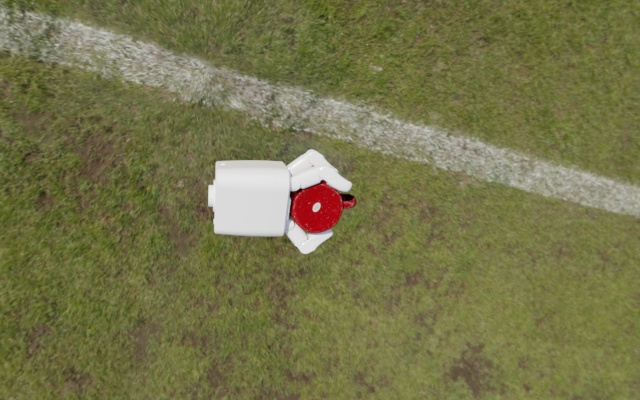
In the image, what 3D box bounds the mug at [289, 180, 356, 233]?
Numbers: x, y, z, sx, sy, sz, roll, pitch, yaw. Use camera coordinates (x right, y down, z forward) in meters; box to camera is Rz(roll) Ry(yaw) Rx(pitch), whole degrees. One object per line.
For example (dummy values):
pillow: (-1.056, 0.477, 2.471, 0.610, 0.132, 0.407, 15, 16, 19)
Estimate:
mug: (0.002, 0.003, 0.762, 0.117, 0.093, 0.081, 1, 15, -12)
